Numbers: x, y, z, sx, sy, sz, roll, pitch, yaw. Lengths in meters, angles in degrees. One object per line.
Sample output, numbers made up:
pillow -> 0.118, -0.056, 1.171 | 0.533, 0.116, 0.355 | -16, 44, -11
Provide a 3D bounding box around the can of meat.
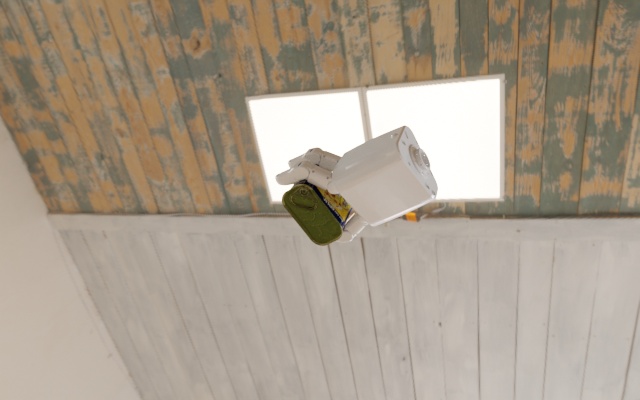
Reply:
can of meat -> 0.000, 0.002, 0.721 | 0.057, 0.102, 0.084 | -29, 17, 32
